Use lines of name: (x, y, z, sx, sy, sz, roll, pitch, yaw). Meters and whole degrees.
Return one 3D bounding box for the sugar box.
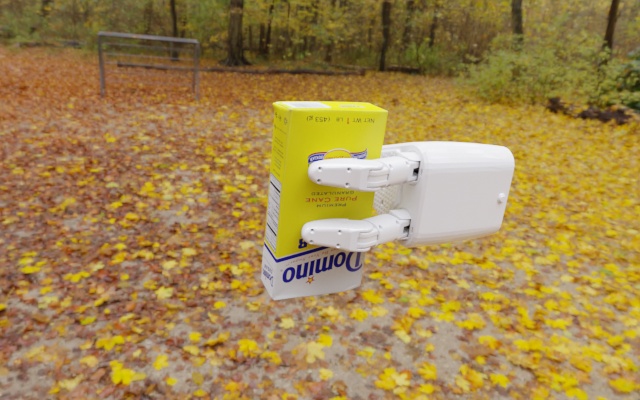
sugar box: (0.000, 0.001, 0.431, 0.093, 0.176, 0.048, -4, 21, -23)
